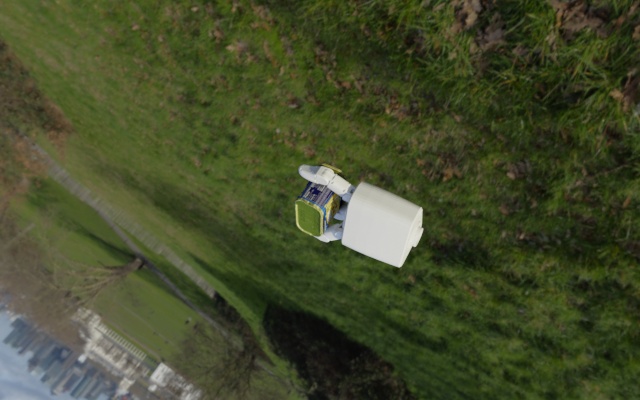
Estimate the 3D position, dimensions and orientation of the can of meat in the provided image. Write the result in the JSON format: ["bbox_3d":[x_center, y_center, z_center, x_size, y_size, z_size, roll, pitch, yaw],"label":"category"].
[{"bbox_3d":[0.000,0.003,0.809,0.057,0.084,0.102,25,-31,16],"label":"can of meat"}]
